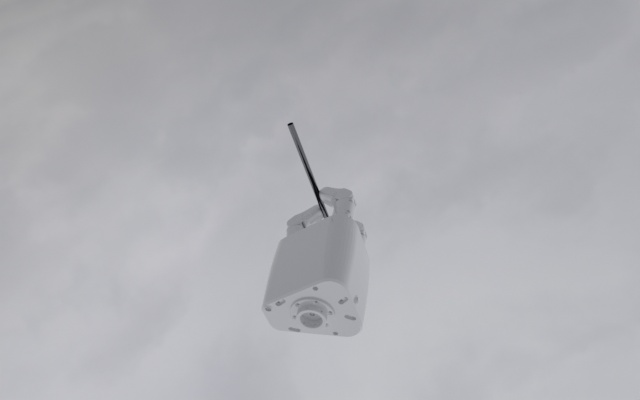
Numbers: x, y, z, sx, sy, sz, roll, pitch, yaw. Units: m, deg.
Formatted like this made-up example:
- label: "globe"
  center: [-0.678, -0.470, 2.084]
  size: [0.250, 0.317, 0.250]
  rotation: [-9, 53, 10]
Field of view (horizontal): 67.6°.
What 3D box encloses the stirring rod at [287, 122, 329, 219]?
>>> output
- label: "stirring rod"
  center: [0.000, 0.002, 0.646]
  size: [0.011, 0.240, 0.011]
  rotation: [-15, 32, 10]
